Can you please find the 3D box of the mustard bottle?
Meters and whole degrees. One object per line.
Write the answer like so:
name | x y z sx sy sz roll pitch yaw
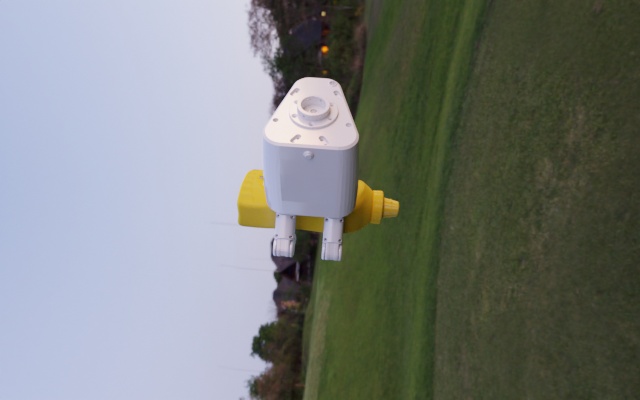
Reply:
mustard bottle | 0.000 0.002 0.589 0.191 0.058 0.096 4 27 2
